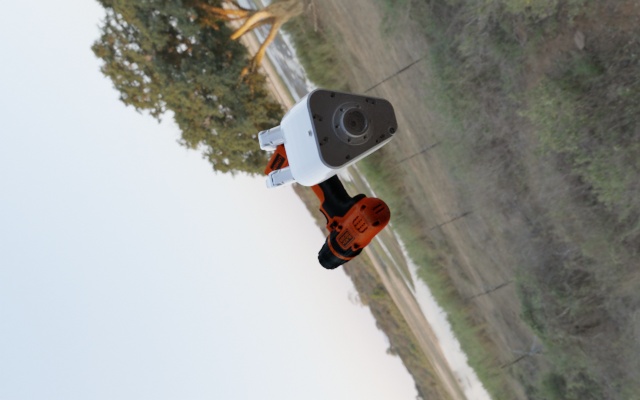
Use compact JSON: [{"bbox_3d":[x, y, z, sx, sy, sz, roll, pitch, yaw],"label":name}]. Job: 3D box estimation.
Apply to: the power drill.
[{"bbox_3d":[0.000,0.002,0.695,0.057,0.187,0.184,-34,-11,-37],"label":"power drill"}]
